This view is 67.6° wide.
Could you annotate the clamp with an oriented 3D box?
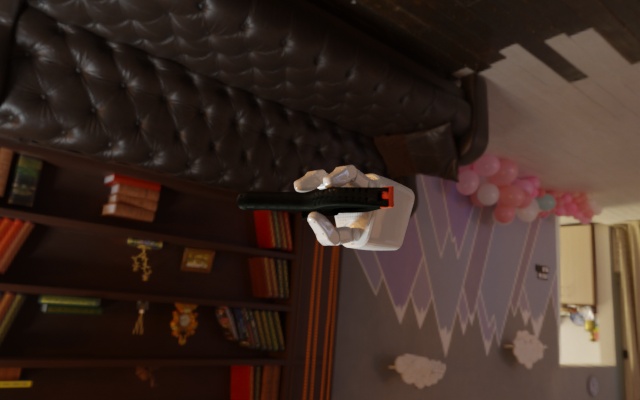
[{"bbox_3d":[0.001,0.003,0.666,0.210,0.036,0.164,-7,-10,40],"label":"clamp"}]
